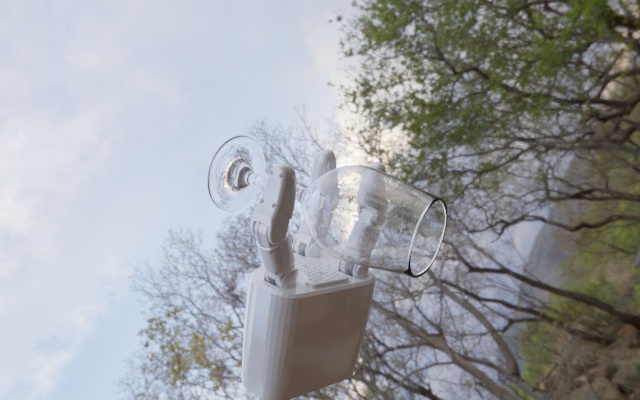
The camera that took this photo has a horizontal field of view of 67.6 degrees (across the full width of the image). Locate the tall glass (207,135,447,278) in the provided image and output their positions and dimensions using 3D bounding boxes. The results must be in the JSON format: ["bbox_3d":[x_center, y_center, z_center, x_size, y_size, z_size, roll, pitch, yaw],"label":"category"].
[{"bbox_3d":[-0.001,0.001,0.401,0.201,0.079,0.079,18,10,33],"label":"tall glass"}]
